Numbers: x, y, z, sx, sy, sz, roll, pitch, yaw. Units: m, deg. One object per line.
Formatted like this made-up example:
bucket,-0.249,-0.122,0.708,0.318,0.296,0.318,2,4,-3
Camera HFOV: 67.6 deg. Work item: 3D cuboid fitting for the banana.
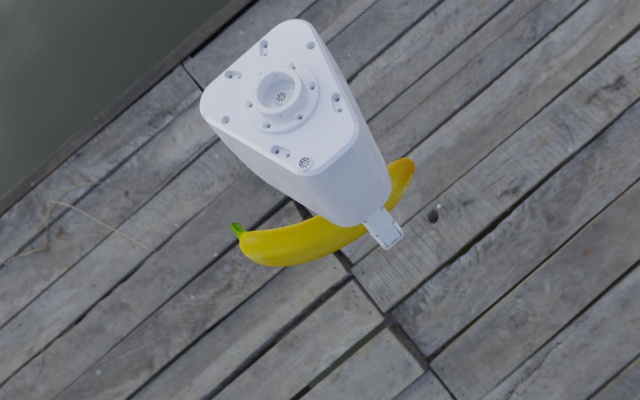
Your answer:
banana,0.001,0.019,0.448,0.198,0.069,0.037,-19,-26,13
